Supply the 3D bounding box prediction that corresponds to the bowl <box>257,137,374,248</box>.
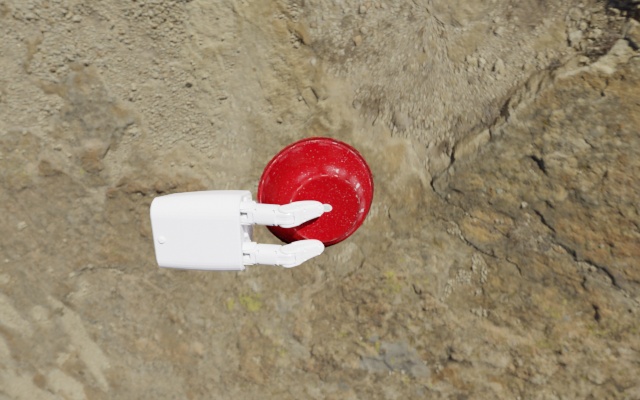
[{"bbox_3d":[0.001,0.002,0.622,0.162,0.162,0.055,0,21,-13],"label":"bowl"}]
